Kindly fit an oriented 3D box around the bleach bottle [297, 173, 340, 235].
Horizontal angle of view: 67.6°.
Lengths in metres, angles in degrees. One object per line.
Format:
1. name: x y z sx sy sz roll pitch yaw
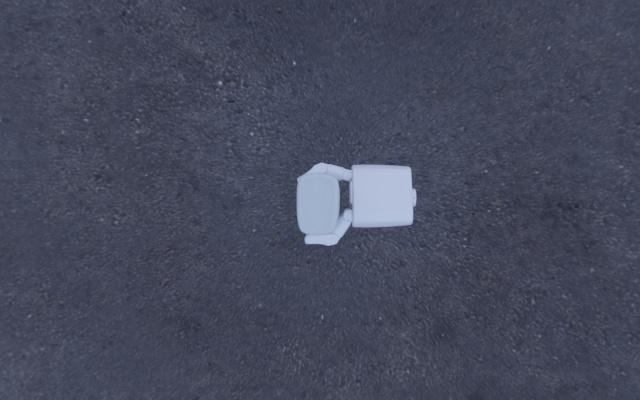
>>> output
1. bleach bottle: 0.000 0.003 0.869 0.068 0.102 0.251 2 2 2
